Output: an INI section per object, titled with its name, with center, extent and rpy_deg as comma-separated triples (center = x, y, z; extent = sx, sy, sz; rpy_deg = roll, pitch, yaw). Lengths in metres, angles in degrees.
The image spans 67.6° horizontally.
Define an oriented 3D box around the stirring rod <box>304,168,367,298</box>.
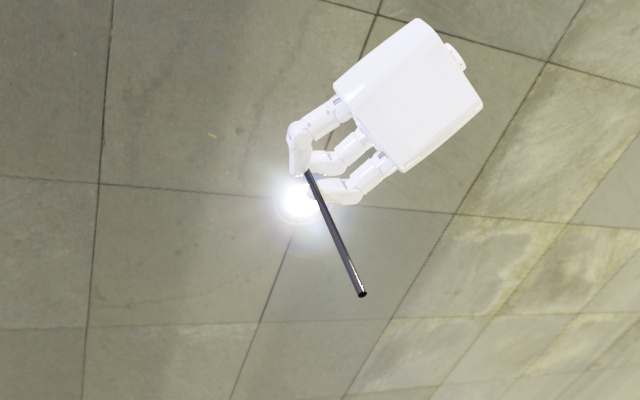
[stirring rod]
center = 0.000, 0.001, 0.473
extent = 0.011, 0.011, 0.239
rpy_deg = 0, 38, -21
